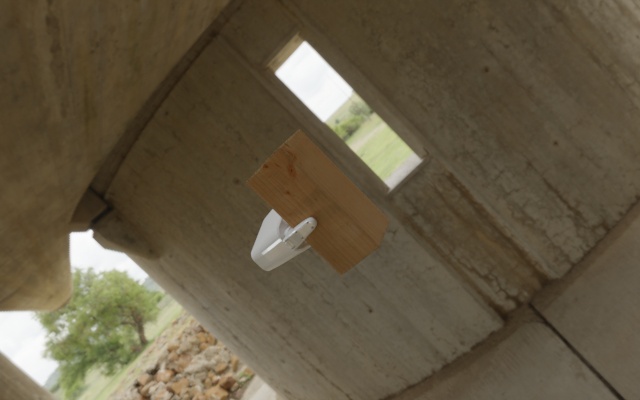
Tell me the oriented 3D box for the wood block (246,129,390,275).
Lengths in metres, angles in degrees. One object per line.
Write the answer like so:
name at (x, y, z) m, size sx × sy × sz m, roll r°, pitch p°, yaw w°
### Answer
wood block at (0.000, 0.003, 0.745) m, size 0.090 × 0.206 × 0.090 m, roll -42°, pitch 7°, yaw 31°
